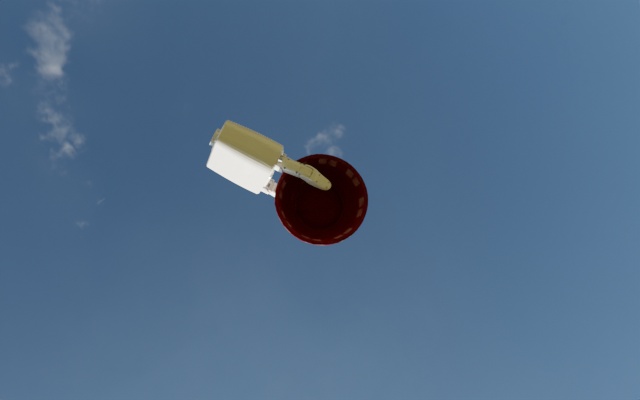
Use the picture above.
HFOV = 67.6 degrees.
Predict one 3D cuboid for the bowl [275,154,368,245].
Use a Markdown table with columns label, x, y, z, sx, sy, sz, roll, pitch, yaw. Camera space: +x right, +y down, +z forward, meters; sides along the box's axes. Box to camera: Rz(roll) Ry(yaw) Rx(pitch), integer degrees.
| label | x | y | z | sx | sy | sz | roll | pitch | yaw |
| --- | --- | --- | --- | --- | --- | --- | --- | --- | --- |
| bowl | 0.001 | 0.004 | 0.841 | 0.162 | 0.162 | 0.055 | 0 | -14 | -5 |
